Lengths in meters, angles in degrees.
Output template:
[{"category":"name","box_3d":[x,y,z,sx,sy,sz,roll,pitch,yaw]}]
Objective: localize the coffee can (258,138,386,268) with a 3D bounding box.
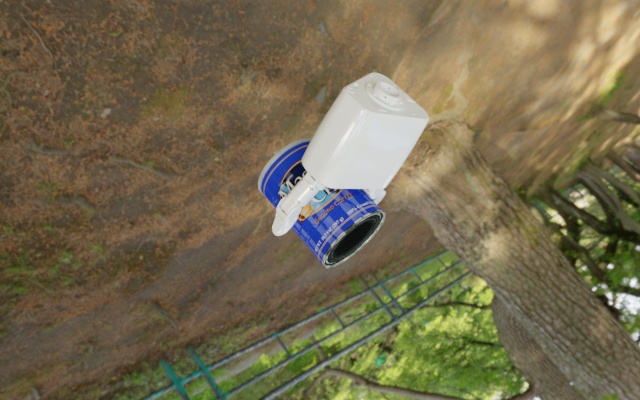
[{"category":"coffee can","box_3d":[0.000,0.002,0.622,0.140,0.103,0.103,48,22,21]}]
